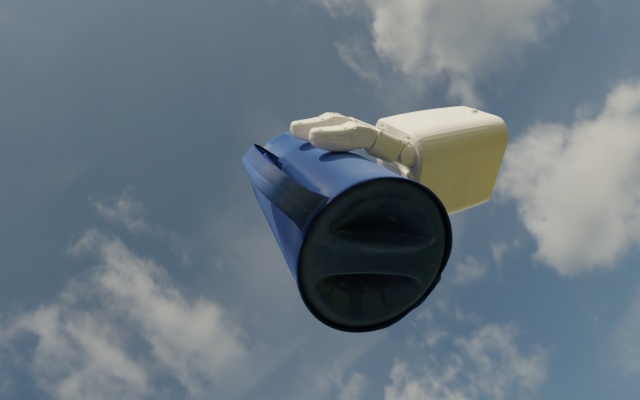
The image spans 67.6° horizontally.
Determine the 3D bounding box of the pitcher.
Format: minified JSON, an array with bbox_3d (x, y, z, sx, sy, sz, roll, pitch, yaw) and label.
[{"bbox_3d":[0.000,0.002,0.465,0.145,0.149,0.242,-14,24,-16],"label":"pitcher"}]
